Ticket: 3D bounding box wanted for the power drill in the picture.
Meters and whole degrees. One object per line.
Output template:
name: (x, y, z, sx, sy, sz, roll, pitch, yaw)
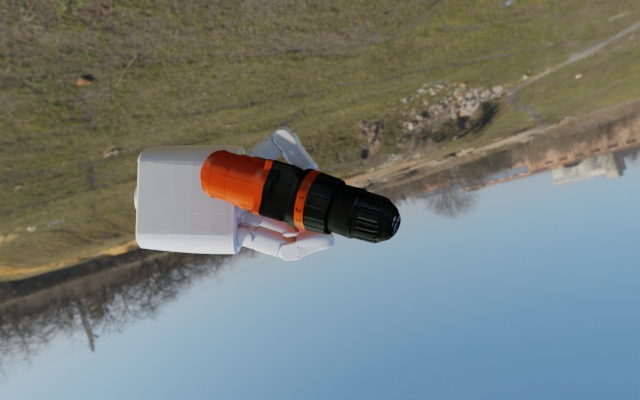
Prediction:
power drill: (0.000, 0.002, 0.477, 0.184, 0.057, 0.188, 18, -1, 18)
